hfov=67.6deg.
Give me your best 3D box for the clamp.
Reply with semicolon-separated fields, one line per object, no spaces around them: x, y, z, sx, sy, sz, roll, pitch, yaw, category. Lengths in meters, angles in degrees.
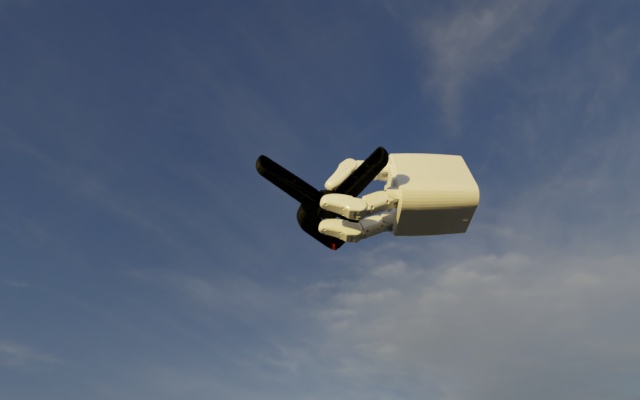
0.000;0.002;0.659;0.164;0.036;0.210;1;-37;0;clamp
